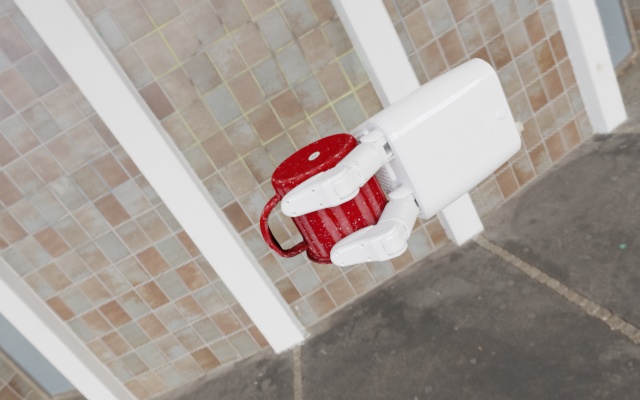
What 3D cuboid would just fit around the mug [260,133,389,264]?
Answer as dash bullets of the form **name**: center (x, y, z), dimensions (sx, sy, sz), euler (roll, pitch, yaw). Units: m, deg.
- **mug**: center (-0.001, 0.002, 0.414), dimensions (0.117, 0.081, 0.093), euler (-33, 21, -10)
